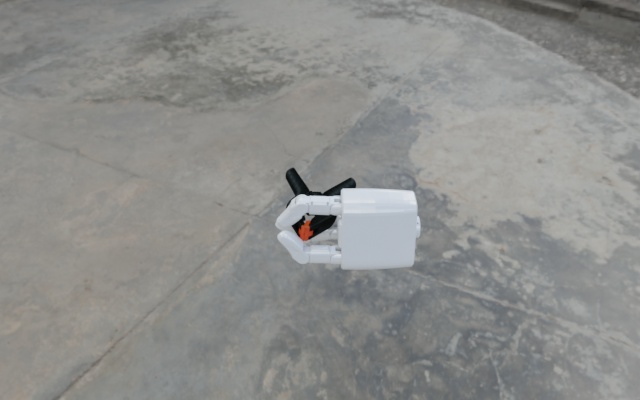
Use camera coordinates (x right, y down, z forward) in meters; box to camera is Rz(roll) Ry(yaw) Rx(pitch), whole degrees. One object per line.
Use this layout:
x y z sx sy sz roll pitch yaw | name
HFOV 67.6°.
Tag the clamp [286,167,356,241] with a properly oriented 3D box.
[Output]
0.000 0.002 0.758 0.120 0.039 0.171 0 37 0 | clamp
